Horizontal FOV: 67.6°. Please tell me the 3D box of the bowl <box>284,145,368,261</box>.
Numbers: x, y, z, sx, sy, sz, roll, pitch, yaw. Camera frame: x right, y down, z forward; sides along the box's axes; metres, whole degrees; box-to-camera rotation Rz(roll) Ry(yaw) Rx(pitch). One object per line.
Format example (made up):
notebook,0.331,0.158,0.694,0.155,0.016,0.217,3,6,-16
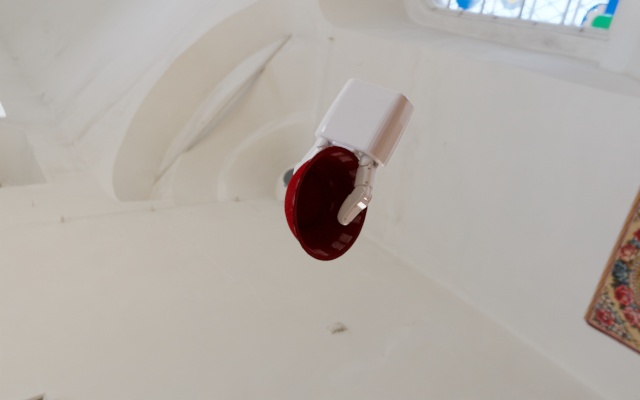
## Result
bowl,-0.001,0.003,0.680,0.055,0.162,0.162,9,6,41
